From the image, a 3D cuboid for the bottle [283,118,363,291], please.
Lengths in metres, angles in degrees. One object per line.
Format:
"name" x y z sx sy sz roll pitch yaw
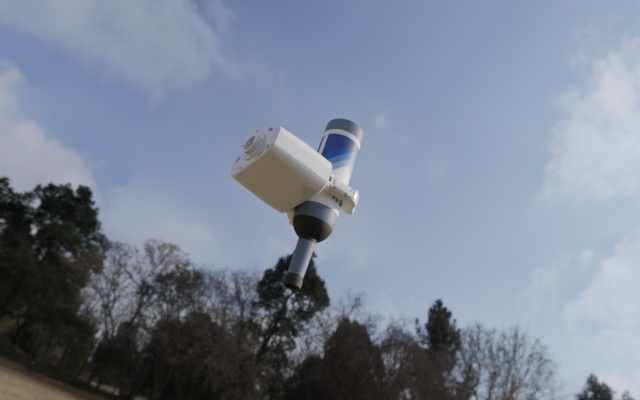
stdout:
"bottle" 0.000 0.002 0.763 0.069 0.295 0.069 15 -27 8
